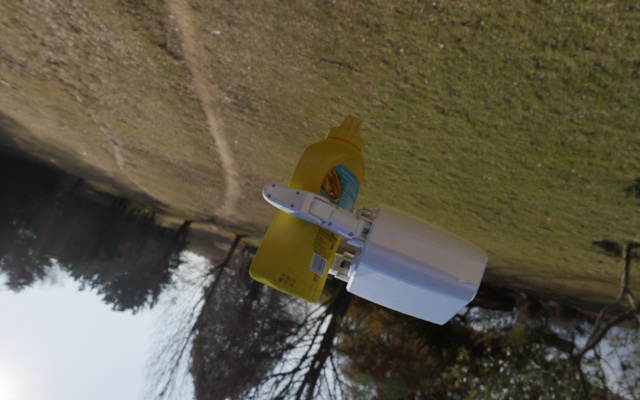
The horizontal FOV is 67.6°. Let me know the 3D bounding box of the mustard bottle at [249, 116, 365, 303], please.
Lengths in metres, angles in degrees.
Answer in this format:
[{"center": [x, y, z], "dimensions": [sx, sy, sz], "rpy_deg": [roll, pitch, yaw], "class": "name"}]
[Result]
[{"center": [0.000, 0.002, 0.480], "dimensions": [0.058, 0.191, 0.096], "rpy_deg": [15, -14, 31], "class": "mustard bottle"}]
